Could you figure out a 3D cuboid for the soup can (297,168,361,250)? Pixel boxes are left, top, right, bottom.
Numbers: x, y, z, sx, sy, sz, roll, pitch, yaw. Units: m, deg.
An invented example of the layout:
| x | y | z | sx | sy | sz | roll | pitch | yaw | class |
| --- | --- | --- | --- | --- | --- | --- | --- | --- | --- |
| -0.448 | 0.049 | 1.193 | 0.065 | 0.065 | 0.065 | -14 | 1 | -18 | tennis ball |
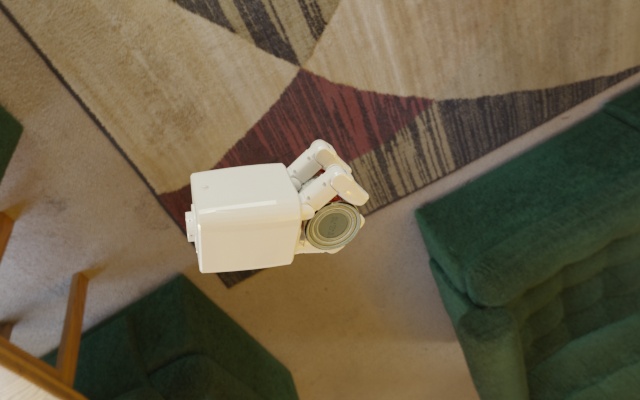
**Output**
| x | y | z | sx | sy | sz | roll | pitch | yaw | class |
| --- | --- | --- | --- | --- | --- | --- | --- | --- | --- |
| 0.001 | 0.002 | 0.567 | 0.068 | 0.068 | 0.102 | 0 | 34 | -21 | soup can |
